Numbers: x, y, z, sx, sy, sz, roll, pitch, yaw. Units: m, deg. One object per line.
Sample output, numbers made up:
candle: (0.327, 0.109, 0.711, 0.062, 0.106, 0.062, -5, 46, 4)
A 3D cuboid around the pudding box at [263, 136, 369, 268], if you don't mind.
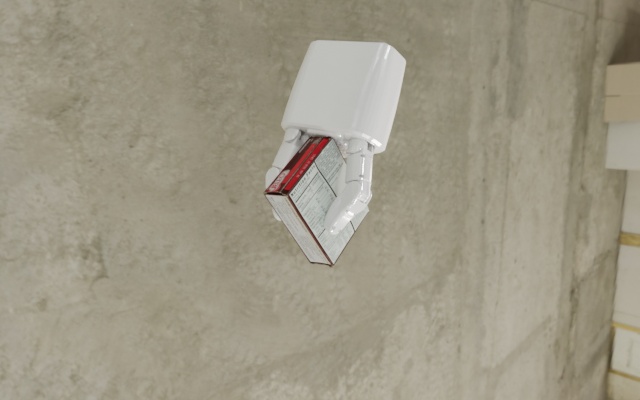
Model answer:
pudding box: (0.000, 0.002, 0.511, 0.039, 0.113, 0.090, 5, 48, 43)
